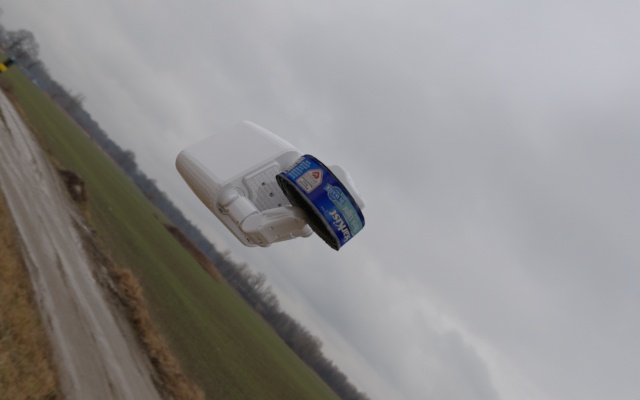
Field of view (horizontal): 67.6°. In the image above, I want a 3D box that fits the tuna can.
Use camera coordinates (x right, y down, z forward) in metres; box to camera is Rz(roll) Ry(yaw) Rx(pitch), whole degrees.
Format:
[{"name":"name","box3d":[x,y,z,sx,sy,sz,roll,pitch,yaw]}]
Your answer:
[{"name":"tuna can","box3d":[0.001,0.001,0.422,0.034,0.086,0.086,-40,8,-10]}]
